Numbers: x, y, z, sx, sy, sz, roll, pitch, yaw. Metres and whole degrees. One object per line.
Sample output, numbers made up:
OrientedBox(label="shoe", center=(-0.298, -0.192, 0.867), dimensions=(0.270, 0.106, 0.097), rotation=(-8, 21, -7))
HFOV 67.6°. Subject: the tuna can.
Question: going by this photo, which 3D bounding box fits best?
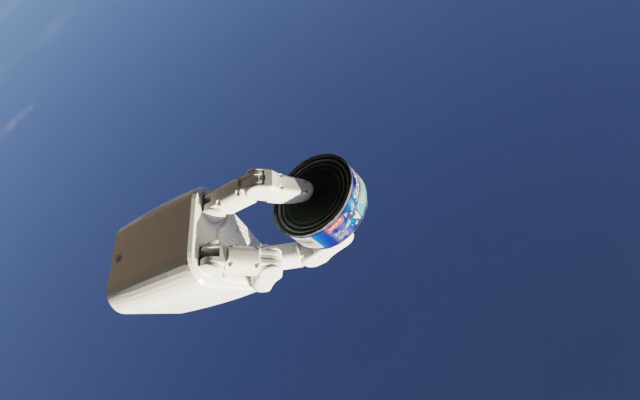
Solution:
OrientedBox(label="tuna can", center=(0.000, 0.002, 0.441), dimensions=(0.086, 0.086, 0.034), rotation=(0, -29, 39))
